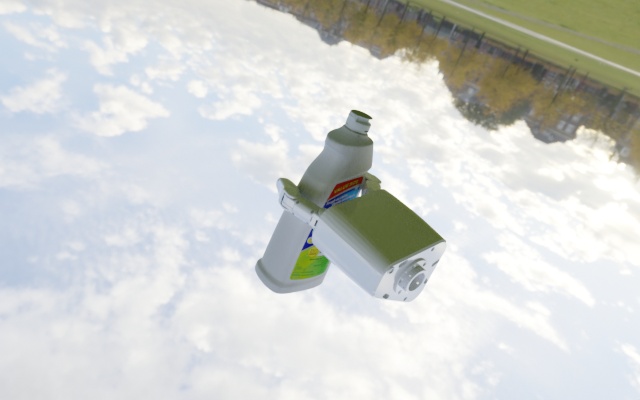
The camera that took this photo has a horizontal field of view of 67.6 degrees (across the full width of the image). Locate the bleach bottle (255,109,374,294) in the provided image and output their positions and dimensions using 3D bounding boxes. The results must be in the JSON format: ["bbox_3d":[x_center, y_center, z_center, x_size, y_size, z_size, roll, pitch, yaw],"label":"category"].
[{"bbox_3d":[0.000,0.002,0.620,0.102,0.251,0.068,-2,34,-43],"label":"bleach bottle"}]
